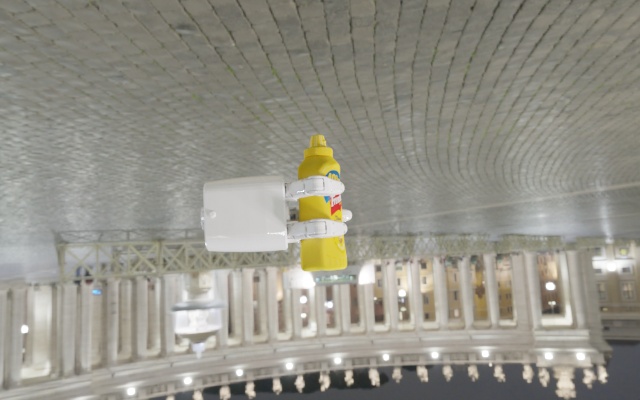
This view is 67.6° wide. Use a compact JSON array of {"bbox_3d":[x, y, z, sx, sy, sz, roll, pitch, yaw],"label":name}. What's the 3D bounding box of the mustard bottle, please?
[{"bbox_3d":[0.000,0.002,0.672,0.058,0.191,0.096,-6,-8,20],"label":"mustard bottle"}]
